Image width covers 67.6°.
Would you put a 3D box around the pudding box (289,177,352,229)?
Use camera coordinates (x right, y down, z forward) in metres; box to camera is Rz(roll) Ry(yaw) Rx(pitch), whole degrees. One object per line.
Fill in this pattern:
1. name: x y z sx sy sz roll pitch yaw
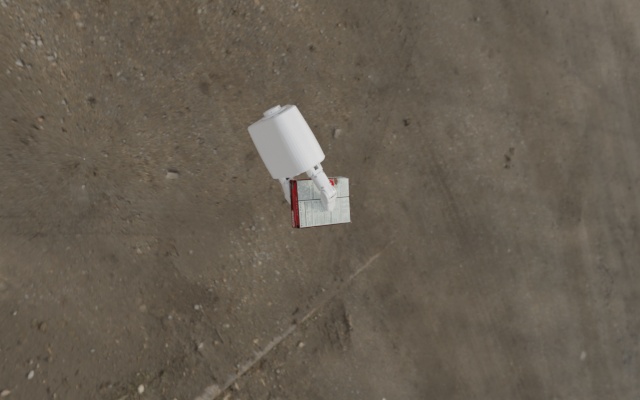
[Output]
1. pudding box: 0.000 0.003 0.887 0.113 0.090 0.039 -5 5 -25
